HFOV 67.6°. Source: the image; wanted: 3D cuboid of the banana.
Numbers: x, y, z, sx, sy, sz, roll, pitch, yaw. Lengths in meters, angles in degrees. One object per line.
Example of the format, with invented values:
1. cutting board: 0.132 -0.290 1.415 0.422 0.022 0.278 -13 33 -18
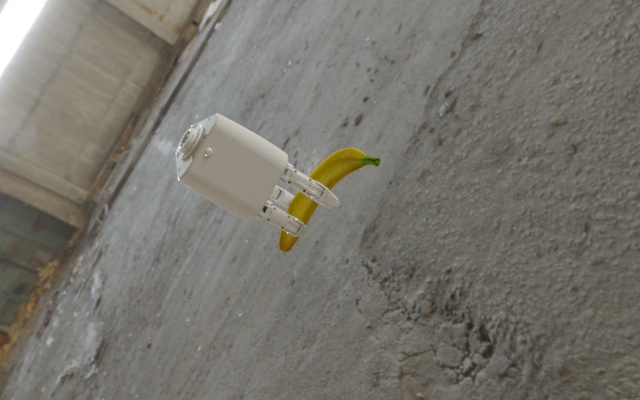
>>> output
1. banana: -0.002 -0.011 0.689 0.037 0.198 0.069 32 22 -33
